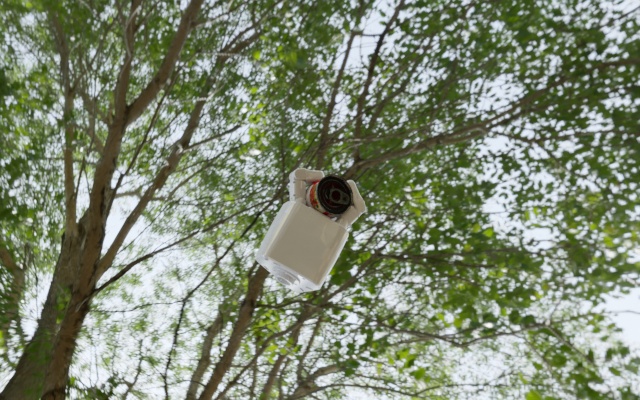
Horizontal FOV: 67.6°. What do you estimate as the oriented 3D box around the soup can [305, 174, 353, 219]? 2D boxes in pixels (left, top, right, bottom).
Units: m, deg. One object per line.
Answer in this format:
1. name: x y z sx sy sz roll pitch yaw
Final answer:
1. soup can: 0.000 0.002 0.804 0.068 0.068 0.102 0 -14 -29
